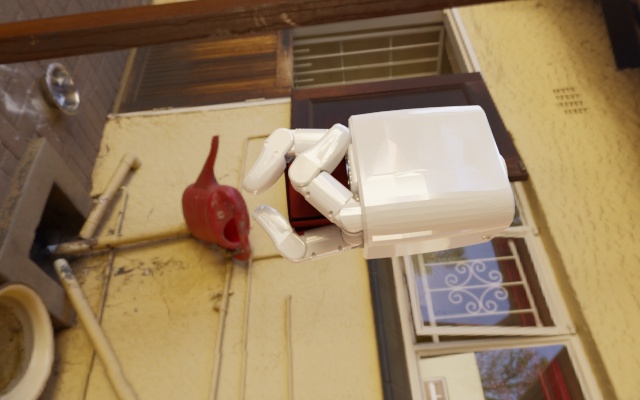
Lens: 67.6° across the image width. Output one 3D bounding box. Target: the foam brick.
[{"bbox_3d":[0.000,0.001,0.418,0.051,0.053,0.078,-7,-16,2],"label":"foam brick"}]
